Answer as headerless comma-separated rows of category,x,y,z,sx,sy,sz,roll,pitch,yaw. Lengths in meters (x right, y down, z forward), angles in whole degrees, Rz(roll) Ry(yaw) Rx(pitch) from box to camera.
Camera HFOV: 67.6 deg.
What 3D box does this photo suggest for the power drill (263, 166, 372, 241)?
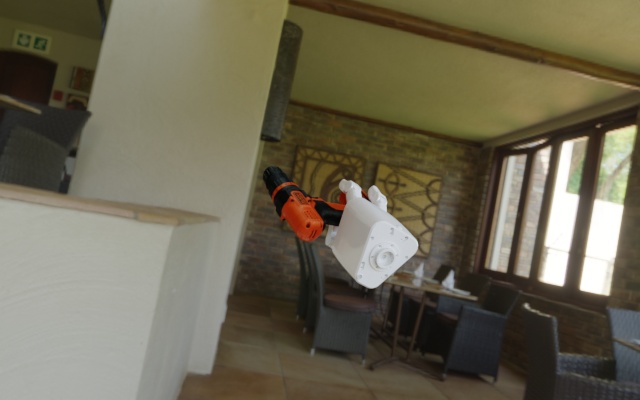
power drill,0.001,0.003,0.870,0.187,0.057,0.184,1,38,-35
